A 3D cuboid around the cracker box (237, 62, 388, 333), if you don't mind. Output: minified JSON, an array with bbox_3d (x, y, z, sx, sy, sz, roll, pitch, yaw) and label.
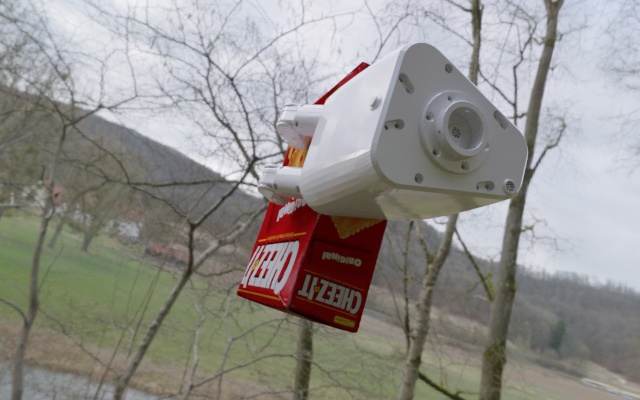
[{"bbox_3d":[0.000,0.001,0.452,0.072,0.213,0.164,23,-15,-18],"label":"cracker box"}]
